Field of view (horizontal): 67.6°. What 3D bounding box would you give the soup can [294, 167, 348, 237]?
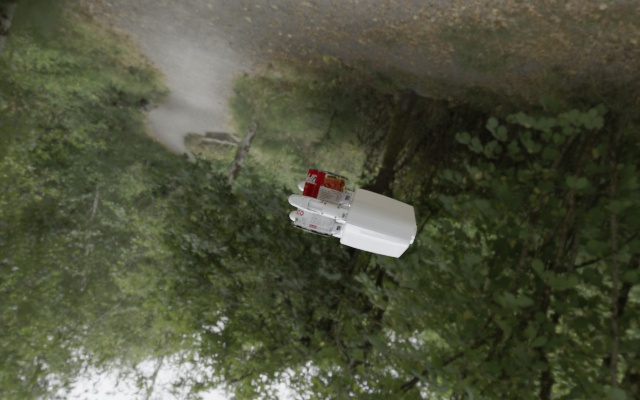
[{"bbox_3d":[0.000,0.003,0.798,0.068,0.102,0.068,16,0,0],"label":"soup can"}]
